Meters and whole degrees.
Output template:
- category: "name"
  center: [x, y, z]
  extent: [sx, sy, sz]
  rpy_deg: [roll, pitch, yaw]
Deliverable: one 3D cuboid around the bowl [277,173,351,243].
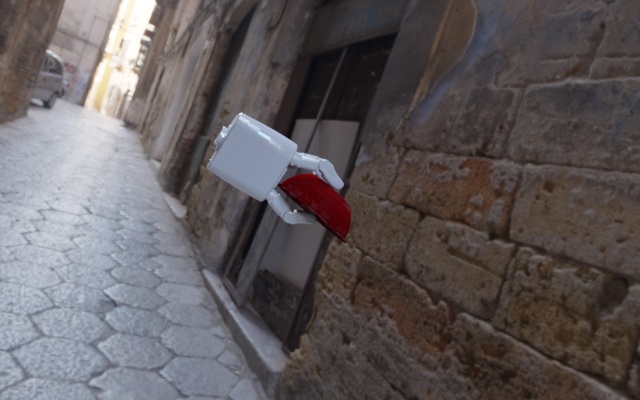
- category: "bowl"
  center: [0.001, 0.003, 0.833]
  extent: [0.162, 0.055, 0.162]
  rpy_deg: [41, -5, 4]
